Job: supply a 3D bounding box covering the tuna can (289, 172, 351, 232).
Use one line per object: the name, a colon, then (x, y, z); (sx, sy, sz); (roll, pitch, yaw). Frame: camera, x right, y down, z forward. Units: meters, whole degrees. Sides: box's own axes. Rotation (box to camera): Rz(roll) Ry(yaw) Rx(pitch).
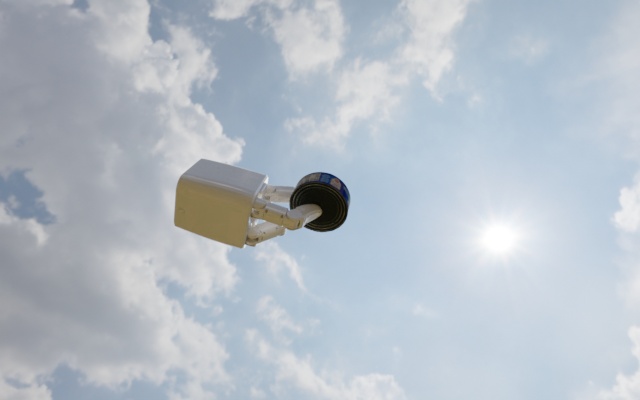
tuna can: (0.000, 0.002, 0.692); (0.086, 0.086, 0.033); (0, 33, 14)
